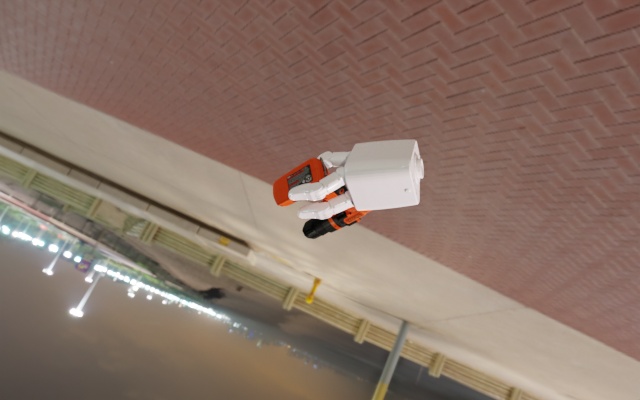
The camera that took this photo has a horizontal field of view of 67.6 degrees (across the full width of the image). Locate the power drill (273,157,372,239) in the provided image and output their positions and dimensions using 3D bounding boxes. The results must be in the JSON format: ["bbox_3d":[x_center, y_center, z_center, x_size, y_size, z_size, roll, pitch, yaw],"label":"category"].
[{"bbox_3d":[0.000,0.003,0.878,0.184,0.057,0.188,-32,-34,24],"label":"power drill"}]
